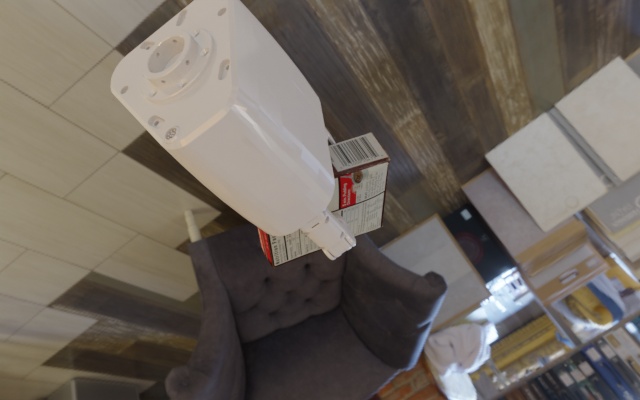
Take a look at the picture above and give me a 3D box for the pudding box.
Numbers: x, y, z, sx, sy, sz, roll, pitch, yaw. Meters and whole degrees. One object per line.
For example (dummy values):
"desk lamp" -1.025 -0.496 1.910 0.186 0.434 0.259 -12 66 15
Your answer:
"pudding box" 0.000 0.001 0.404 0.113 0.039 0.090 -18 -39 -14
